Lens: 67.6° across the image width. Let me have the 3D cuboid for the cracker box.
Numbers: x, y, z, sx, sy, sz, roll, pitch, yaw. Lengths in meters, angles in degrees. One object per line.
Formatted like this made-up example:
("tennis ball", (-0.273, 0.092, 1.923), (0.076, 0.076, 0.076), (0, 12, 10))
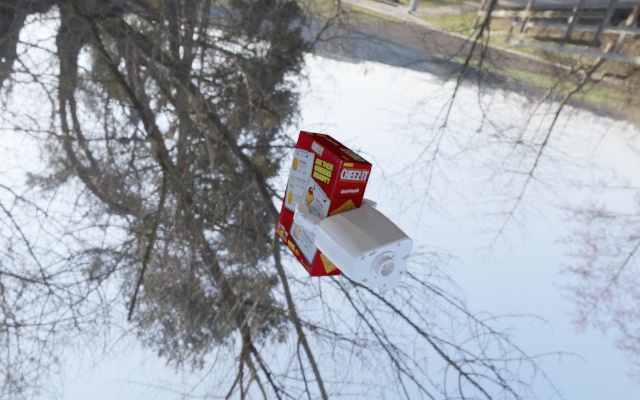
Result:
("cracker box", (0.000, 0.003, 0.852), (0.072, 0.214, 0.164), (3, 23, -31))
